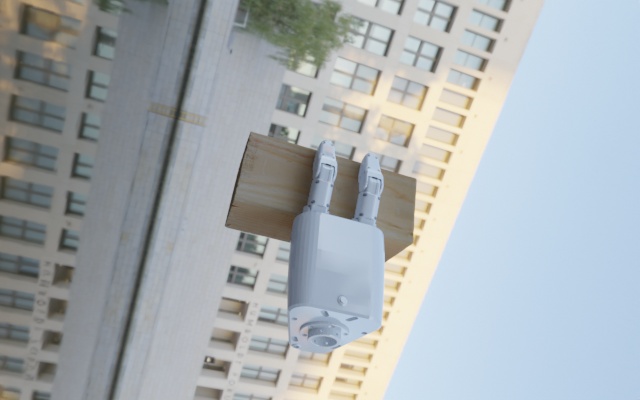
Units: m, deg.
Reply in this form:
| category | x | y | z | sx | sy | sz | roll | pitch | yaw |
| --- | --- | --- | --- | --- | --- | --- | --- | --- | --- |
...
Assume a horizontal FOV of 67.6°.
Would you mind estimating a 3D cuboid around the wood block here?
| category | x | y | z | sx | sy | sz | roll | pitch | yaw |
| --- | --- | --- | --- | --- | --- | --- | --- | --- | --- |
| wood block | 0.000 | 0.002 | 0.575 | 0.206 | 0.090 | 0.091 | 15 | -28 | -12 |
